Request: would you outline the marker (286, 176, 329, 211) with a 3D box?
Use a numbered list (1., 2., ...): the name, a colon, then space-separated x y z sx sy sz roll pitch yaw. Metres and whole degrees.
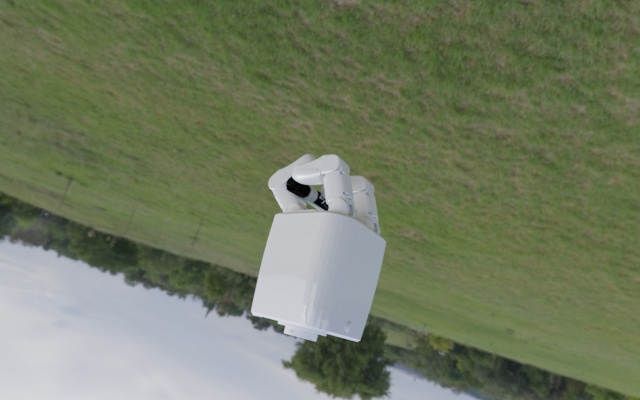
1. marker: 0.000 0.002 0.542 0.020 0.020 0.121 0 -21 34
